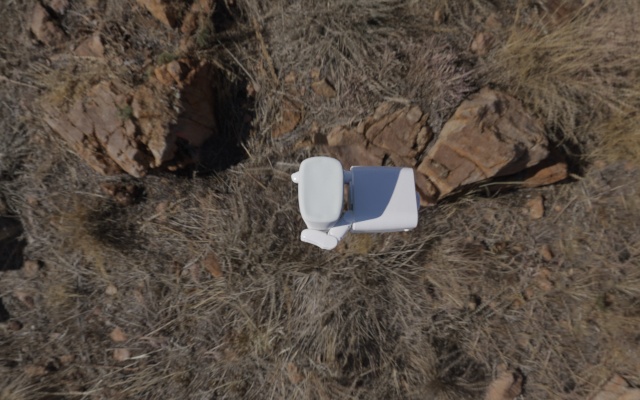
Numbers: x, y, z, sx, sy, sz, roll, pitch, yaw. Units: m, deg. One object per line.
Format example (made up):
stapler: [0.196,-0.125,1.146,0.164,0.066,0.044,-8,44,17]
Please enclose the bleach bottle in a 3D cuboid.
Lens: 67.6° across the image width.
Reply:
bleach bottle: [0.000,0.003,0.817,0.068,0.102,0.251,1,-8,-1]
